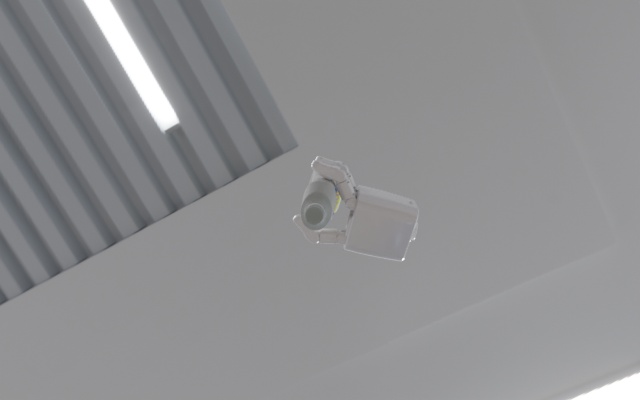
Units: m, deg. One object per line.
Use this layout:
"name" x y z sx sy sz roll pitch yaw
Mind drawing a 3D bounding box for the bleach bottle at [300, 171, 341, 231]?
"bleach bottle" 0.000 0.003 0.836 0.068 0.102 0.250 12 14 2
